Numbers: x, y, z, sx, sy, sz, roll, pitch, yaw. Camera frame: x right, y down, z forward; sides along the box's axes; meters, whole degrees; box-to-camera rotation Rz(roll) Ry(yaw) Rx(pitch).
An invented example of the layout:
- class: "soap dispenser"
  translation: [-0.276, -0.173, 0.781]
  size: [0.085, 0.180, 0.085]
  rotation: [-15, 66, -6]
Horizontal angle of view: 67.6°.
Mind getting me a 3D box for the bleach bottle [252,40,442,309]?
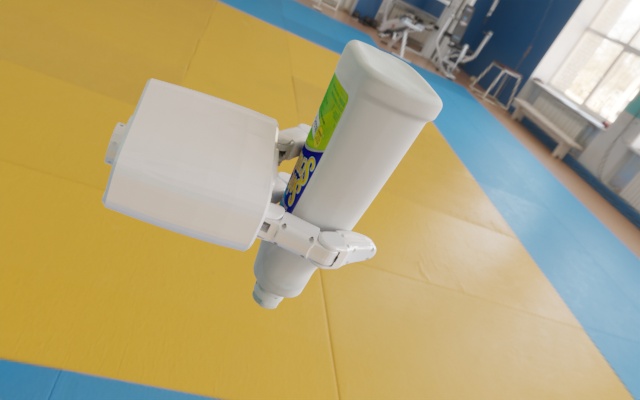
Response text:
- class: "bleach bottle"
  translation: [0.000, 0.001, 0.402]
  size: [0.068, 0.251, 0.102]
  rotation: [18, 29, -18]
